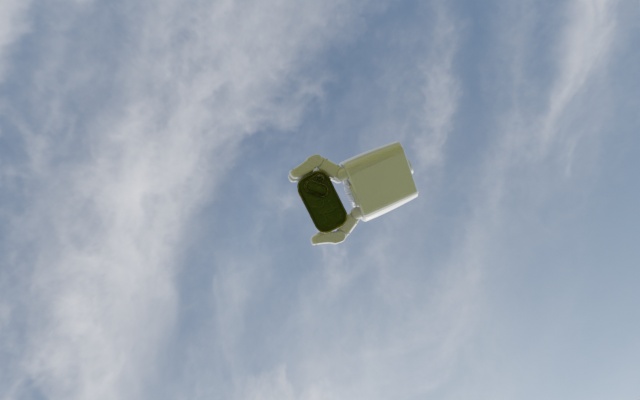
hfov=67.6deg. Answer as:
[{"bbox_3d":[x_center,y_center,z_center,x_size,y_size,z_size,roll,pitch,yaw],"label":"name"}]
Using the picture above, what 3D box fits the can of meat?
[{"bbox_3d":[0.000,0.003,0.827,0.057,0.102,0.084,-27,1,-4],"label":"can of meat"}]
